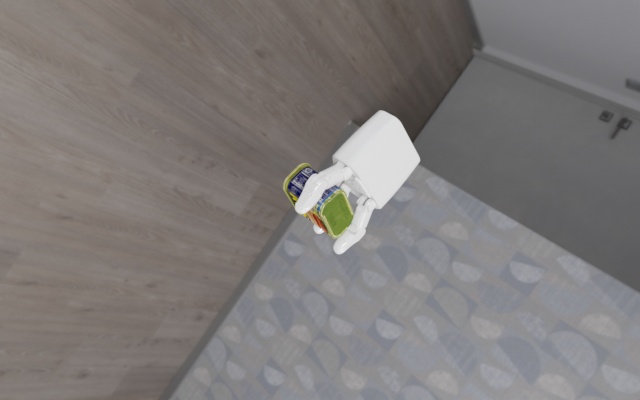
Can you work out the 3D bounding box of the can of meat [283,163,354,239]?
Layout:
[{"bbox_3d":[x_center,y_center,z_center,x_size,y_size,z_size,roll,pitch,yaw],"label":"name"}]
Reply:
[{"bbox_3d":[0.000,0.003,0.737,0.084,0.057,0.102,36,-16,33],"label":"can of meat"}]
